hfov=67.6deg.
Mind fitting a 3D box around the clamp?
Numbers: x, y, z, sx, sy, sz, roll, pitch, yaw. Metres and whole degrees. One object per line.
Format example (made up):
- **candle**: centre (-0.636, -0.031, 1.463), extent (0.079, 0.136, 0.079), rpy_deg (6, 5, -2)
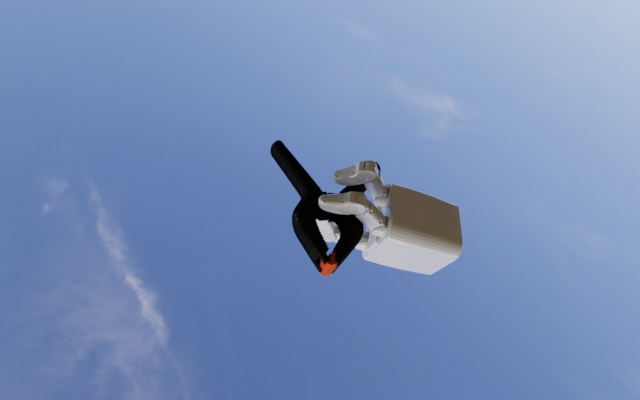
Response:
- **clamp**: centre (0.000, 0.003, 0.635), extent (0.164, 0.209, 0.036), rpy_deg (15, -43, -7)
